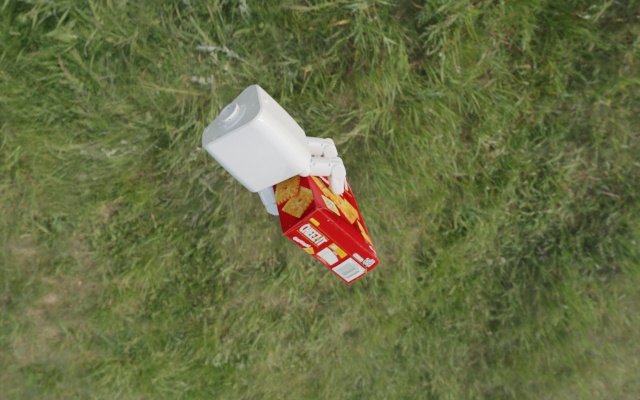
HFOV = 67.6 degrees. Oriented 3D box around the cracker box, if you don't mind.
[{"bbox_3d":[0.000,0.003,0.751,0.072,0.213,0.164,-35,-51,16],"label":"cracker box"}]
